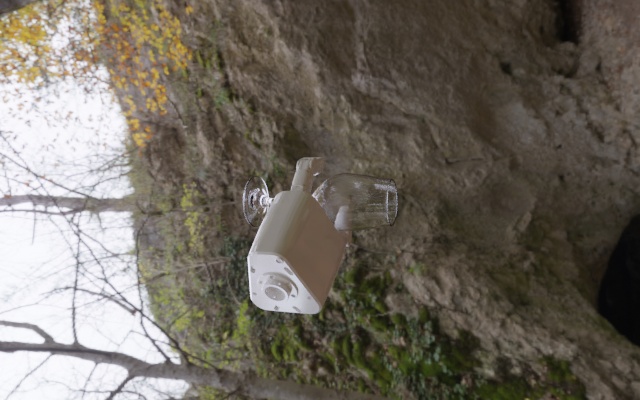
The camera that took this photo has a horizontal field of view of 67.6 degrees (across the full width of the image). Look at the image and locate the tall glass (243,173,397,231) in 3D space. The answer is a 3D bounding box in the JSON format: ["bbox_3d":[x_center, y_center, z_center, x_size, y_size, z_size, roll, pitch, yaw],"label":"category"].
[{"bbox_3d":[-0.001,0.002,0.652,0.201,0.079,0.079,0,0,21],"label":"tall glass"}]
